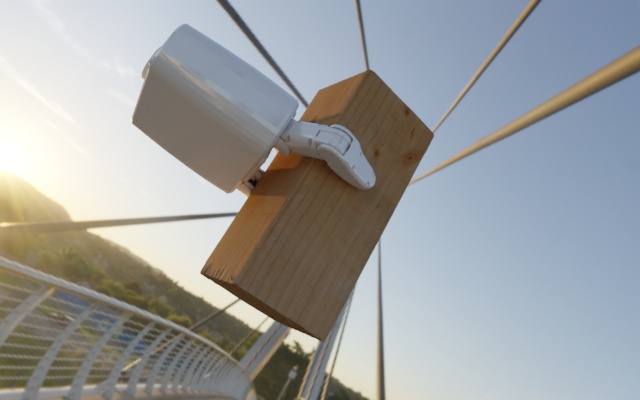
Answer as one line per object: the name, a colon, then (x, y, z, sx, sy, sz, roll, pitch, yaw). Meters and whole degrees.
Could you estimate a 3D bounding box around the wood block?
wood block: (0.000, 0.001, 0.415, 0.090, 0.206, 0.091, 39, -20, -25)
